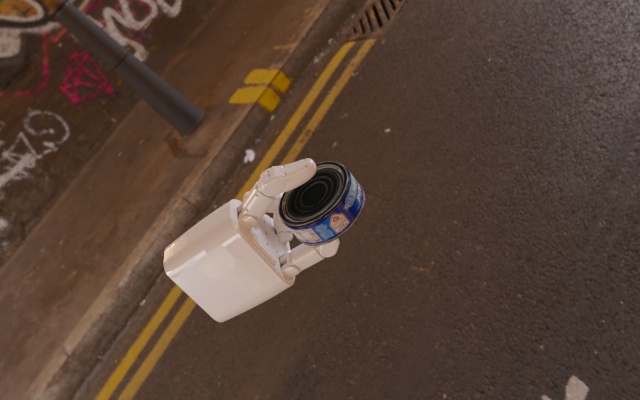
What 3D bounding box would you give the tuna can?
[{"bbox_3d":[0.000,0.001,0.485,0.086,0.086,0.034,0,-38,41],"label":"tuna can"}]
